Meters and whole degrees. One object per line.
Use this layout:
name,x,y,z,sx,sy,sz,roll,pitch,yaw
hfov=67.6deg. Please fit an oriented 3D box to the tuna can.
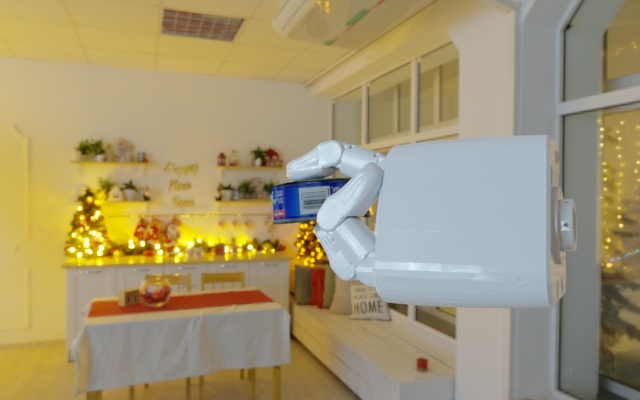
tuna can,0.000,0.001,0.420,0.086,0.034,0.086,-4,-3,0
